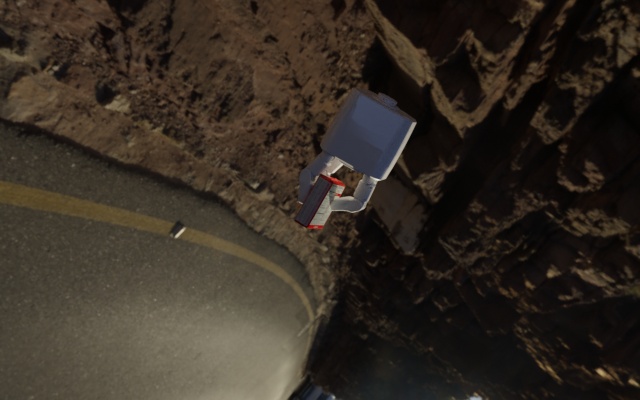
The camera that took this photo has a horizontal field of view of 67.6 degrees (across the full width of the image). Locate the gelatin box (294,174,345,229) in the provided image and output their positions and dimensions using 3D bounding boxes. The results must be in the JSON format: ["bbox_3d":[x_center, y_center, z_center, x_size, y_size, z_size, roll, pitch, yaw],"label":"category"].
[{"bbox_3d":[0.000,0.003,0.791,0.030,0.089,0.073,31,7,18],"label":"gelatin box"}]
